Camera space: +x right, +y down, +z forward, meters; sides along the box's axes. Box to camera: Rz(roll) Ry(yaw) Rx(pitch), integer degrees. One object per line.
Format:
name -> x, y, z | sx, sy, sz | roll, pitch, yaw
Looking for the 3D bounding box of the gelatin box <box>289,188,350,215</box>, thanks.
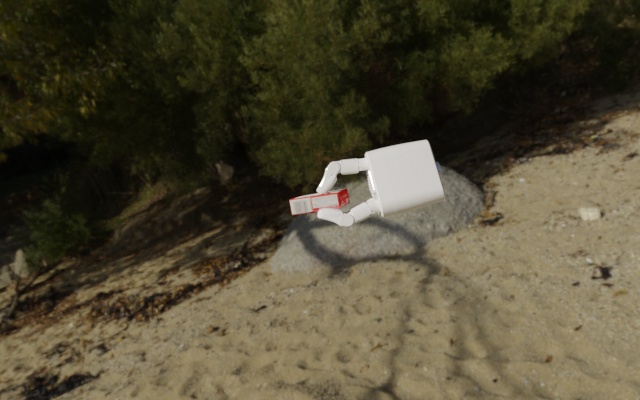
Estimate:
gelatin box -> 0.000, 0.002, 0.825 | 0.089, 0.030, 0.073 | -8, 4, 15
